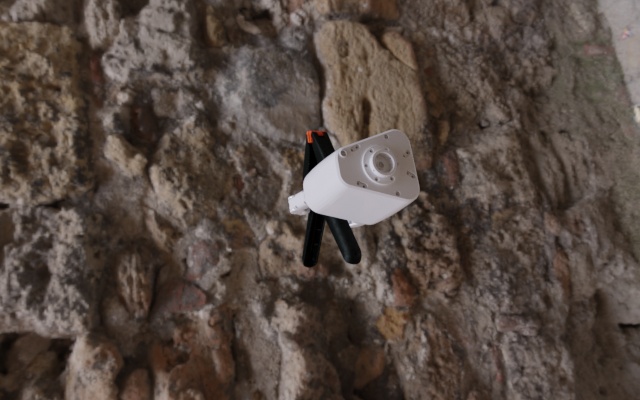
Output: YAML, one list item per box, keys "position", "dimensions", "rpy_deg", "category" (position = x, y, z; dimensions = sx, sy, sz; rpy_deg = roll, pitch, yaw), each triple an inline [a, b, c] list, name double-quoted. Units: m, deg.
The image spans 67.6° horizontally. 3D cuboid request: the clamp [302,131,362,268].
- position: [-0.001, 0.002, 0.711]
  dimensions: [0.036, 0.210, 0.164]
  rpy_deg: [-2, -15, -26]
  category: "clamp"
